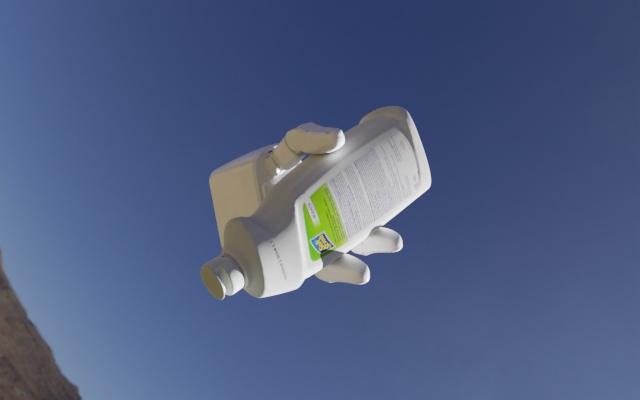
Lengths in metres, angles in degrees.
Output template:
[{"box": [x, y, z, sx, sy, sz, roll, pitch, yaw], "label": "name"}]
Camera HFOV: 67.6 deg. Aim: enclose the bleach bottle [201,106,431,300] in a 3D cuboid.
[{"box": [0.000, 0.001, 0.430, 0.250, 0.102, 0.068, -32, 15, -37], "label": "bleach bottle"}]
